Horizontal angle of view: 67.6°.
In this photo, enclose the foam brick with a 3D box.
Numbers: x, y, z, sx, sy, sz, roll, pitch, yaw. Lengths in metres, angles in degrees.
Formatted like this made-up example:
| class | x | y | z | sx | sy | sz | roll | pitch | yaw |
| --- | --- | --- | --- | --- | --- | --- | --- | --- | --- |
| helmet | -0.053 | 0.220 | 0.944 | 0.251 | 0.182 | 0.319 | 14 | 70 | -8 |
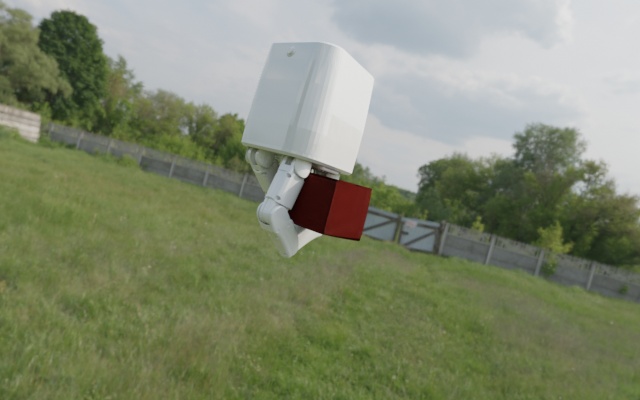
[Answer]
| class | x | y | z | sx | sy | sz | roll | pitch | yaw |
| --- | --- | --- | --- | --- | --- | --- | --- | --- | --- |
| foam brick | 0.000 | 0.002 | 0.453 | 0.078 | 0.051 | 0.053 | 18 | 3 | 44 |
